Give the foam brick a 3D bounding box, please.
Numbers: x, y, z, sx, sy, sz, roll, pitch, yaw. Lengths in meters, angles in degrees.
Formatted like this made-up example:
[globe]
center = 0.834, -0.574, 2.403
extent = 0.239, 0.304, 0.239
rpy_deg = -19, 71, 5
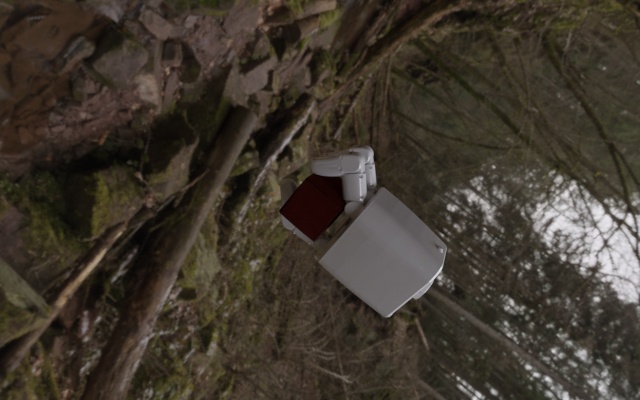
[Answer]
[foam brick]
center = 0.000, 0.002, 0.540
extent = 0.051, 0.053, 0.078
rpy_deg = 42, 23, 5
